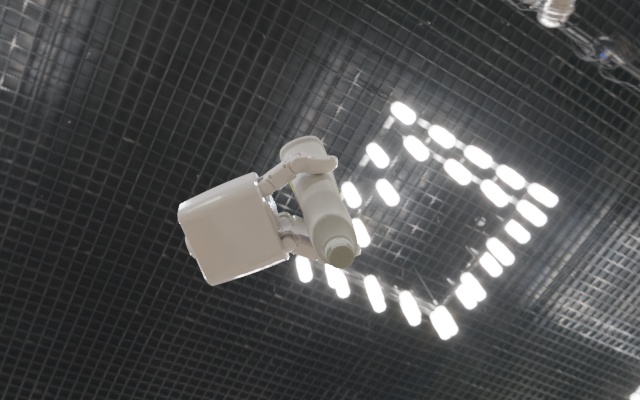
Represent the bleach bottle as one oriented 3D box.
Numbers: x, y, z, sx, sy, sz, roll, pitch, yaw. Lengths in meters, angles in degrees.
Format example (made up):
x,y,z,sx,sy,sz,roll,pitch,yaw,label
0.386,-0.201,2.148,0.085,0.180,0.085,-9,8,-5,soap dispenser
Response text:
x,y,z,sx,sy,sz,roll,pitch,yaw,label
0.000,0.002,0.612,0.068,0.103,0.250,-21,26,0,bleach bottle
